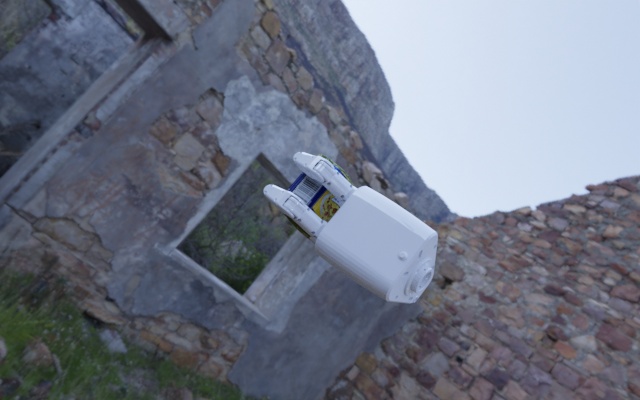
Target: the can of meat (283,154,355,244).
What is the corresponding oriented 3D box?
[{"bbox_3d":[0.000,0.002,0.614,0.057,0.084,0.102,33,-12,34],"label":"can of meat"}]
